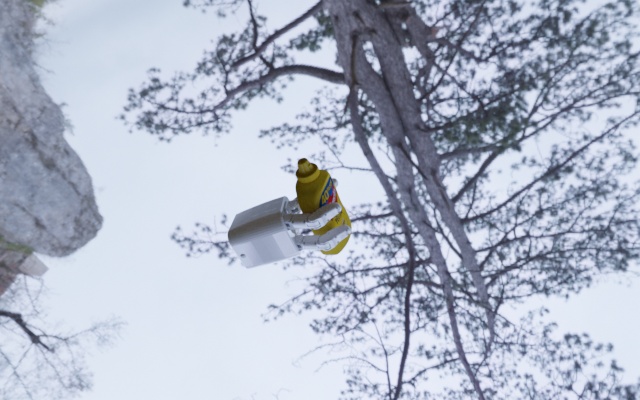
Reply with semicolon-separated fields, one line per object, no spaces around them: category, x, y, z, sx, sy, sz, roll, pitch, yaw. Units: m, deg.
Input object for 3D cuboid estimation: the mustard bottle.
mustard bottle;0.001;0.003;0.854;0.058;0.192;0.096;-1;43;28
